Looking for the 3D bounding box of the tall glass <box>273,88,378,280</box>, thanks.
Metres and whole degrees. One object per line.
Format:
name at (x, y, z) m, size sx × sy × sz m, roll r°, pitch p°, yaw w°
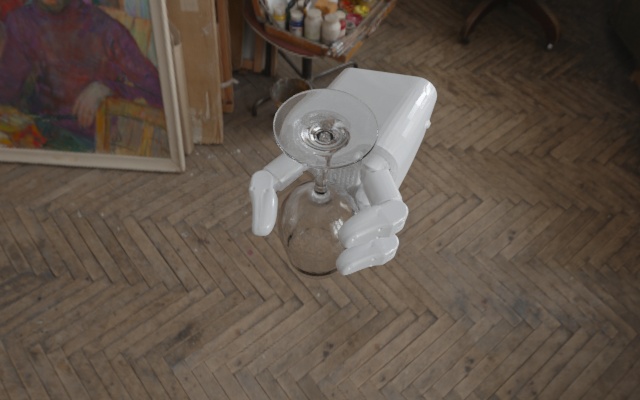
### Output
tall glass at (0.000, 0.001, 0.417) m, size 0.079 × 0.079 × 0.201 m, roll 0°, pitch -33°, yaw -3°
